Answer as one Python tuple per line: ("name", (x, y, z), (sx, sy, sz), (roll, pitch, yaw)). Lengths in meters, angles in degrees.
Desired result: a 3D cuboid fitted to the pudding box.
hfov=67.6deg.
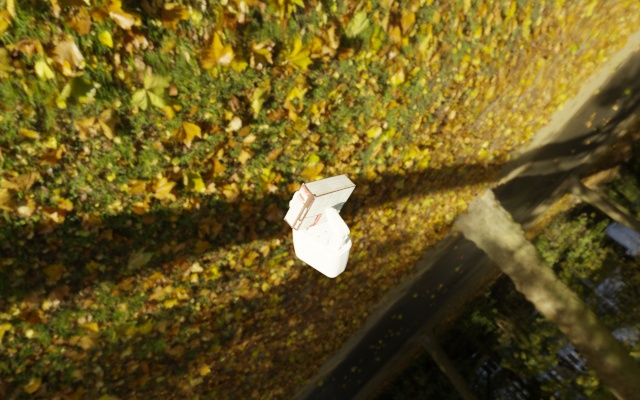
("pudding box", (0.000, 0.003, 0.857), (0.113, 0.090, 0.039), (-18, 55, -47))
